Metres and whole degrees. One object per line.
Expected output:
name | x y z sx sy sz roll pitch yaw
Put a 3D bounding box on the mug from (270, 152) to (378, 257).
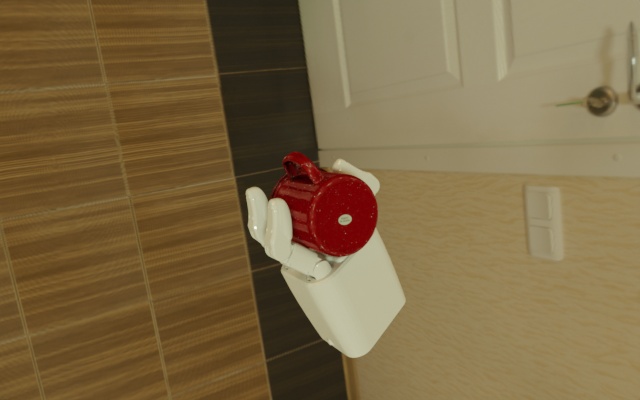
mug | 0.000 0.000 0.488 0.093 0.117 0.081 -35 22 -22
